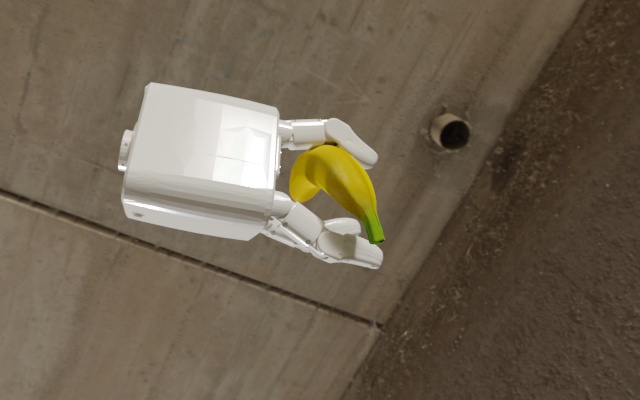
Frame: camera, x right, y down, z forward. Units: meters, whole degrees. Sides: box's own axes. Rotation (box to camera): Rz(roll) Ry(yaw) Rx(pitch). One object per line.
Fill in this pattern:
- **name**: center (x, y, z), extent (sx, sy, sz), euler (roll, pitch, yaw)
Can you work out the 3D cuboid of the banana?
- **banana**: center (0.002, -0.016, 0.433), extent (0.037, 0.069, 0.197), euler (-1, 11, -19)
